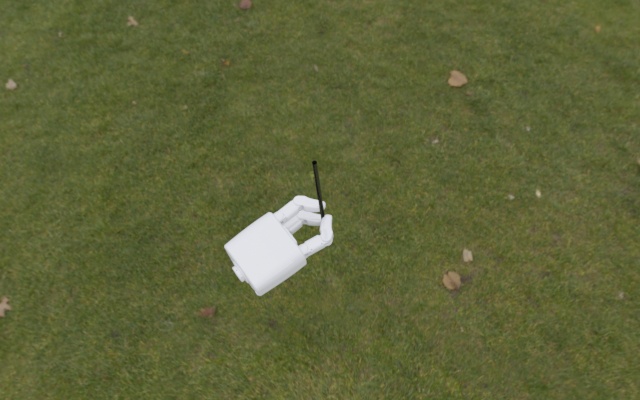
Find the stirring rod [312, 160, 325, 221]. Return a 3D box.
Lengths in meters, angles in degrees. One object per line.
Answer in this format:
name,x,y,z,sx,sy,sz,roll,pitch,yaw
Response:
stirring rod,0.000,0.003,0.860,0.011,0.011,0.240,0,-32,5
